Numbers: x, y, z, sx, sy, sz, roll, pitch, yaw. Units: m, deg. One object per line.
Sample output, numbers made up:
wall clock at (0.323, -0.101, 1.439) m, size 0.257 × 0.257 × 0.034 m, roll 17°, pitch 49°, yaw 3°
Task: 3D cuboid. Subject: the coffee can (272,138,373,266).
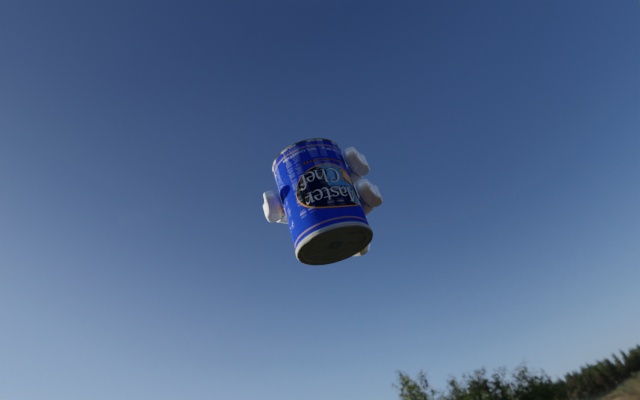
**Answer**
coffee can at (0.000, 0.002, 0.645) m, size 0.103 × 0.140 × 0.103 m, roll -14°, pitch -30°, yaw -8°
